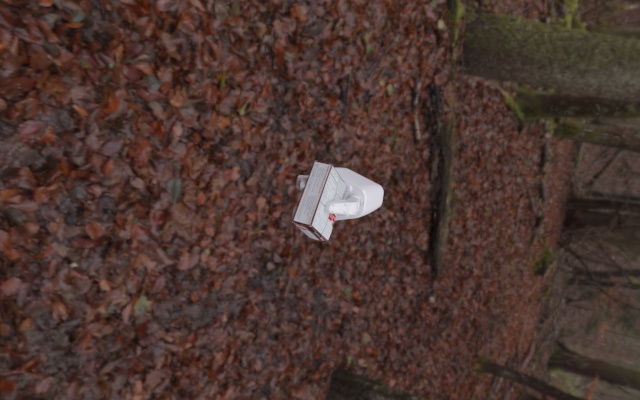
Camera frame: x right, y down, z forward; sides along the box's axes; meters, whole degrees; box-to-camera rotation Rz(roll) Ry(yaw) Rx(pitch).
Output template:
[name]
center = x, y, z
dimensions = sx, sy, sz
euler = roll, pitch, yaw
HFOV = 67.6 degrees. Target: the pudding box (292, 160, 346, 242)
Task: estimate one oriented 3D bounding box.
[pudding box]
center = 0.000, 0.003, 0.797
dimensions = 0.039, 0.113, 0.090
euler = 11, -17, 24
